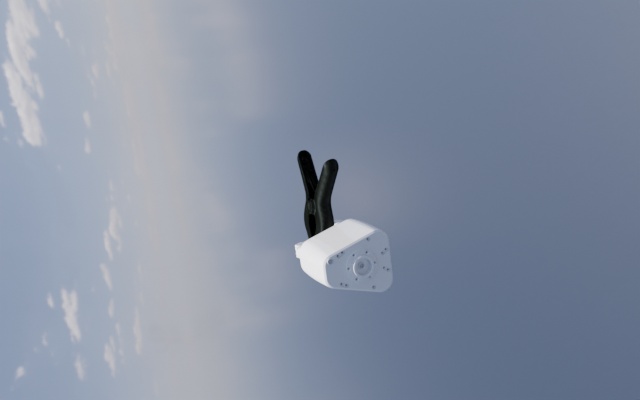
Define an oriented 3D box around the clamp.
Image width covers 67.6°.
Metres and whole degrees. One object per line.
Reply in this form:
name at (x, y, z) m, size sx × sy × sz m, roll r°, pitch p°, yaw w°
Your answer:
clamp at (0.000, 0.003, 0.775) m, size 0.039 × 0.171 × 0.120 m, roll -10°, pitch 8°, yaw -18°
